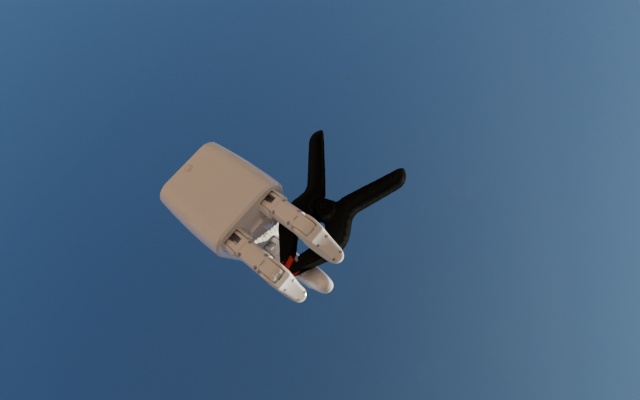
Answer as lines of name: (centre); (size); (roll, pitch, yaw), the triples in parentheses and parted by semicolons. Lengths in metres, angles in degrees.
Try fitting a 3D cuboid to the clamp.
clamp: (0.000, 0.002, 0.531); (0.120, 0.171, 0.039); (35, -14, 25)
